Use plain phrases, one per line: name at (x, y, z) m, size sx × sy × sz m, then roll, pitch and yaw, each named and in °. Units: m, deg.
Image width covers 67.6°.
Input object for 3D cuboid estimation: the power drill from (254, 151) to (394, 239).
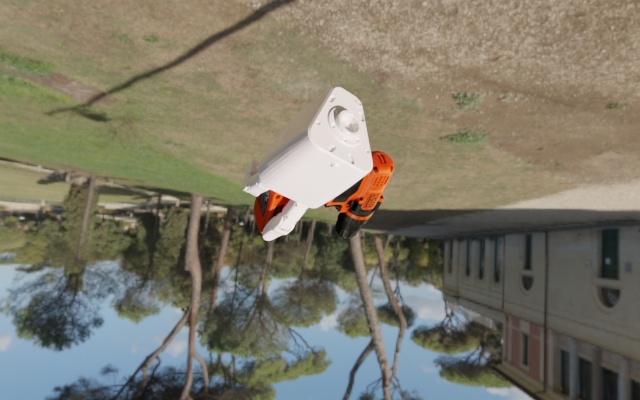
power drill at (0.000, 0.002, 0.707) m, size 0.187 × 0.057 × 0.185 m, roll -6°, pitch -38°, yaw -23°
